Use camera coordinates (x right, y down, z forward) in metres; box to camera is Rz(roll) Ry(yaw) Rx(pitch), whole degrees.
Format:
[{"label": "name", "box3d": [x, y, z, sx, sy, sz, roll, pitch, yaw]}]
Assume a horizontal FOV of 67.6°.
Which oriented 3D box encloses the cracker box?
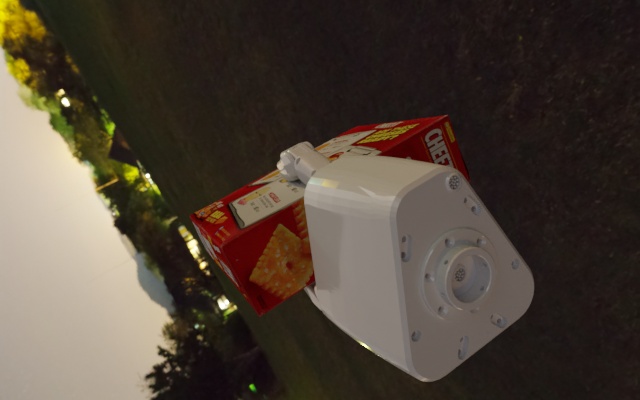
[{"label": "cracker box", "box3d": [0.000, 0.001, 0.440, 0.213, 0.072, 0.164, -30, 16, -18]}]
